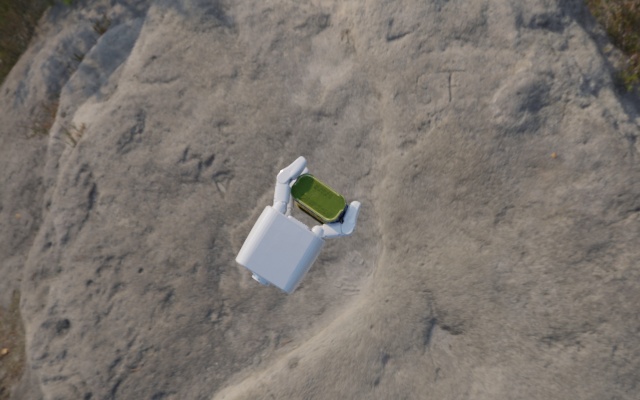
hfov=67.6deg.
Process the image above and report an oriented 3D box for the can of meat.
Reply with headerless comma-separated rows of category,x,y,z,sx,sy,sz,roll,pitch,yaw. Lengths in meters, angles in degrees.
can of meat,0.000,0.003,0.826,0.102,0.057,0.084,34,-6,12
